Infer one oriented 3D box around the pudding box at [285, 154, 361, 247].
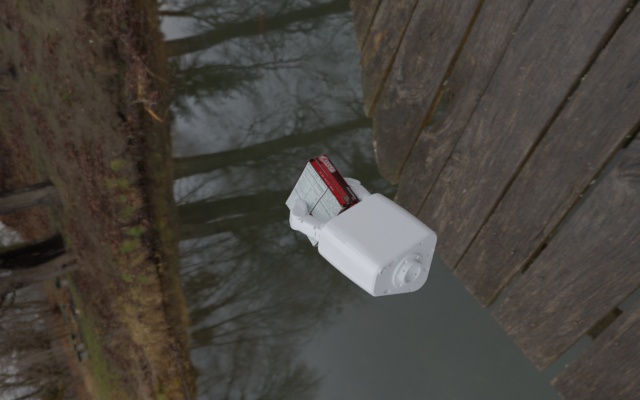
[{"bbox_3d":[0.000,0.002,0.695,0.039,0.090,0.113,-19,-24,-37],"label":"pudding box"}]
